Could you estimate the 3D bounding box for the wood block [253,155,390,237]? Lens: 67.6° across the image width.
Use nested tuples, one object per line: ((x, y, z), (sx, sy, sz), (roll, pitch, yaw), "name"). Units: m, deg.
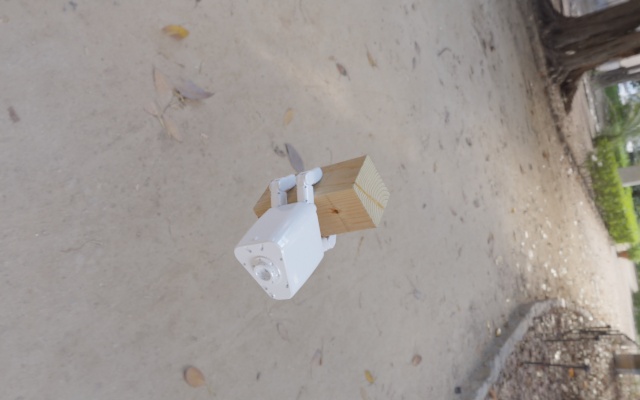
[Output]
((0.000, 0.003, 0.824), (0.206, 0.091, 0.090), (-12, 34, 34), "wood block")
